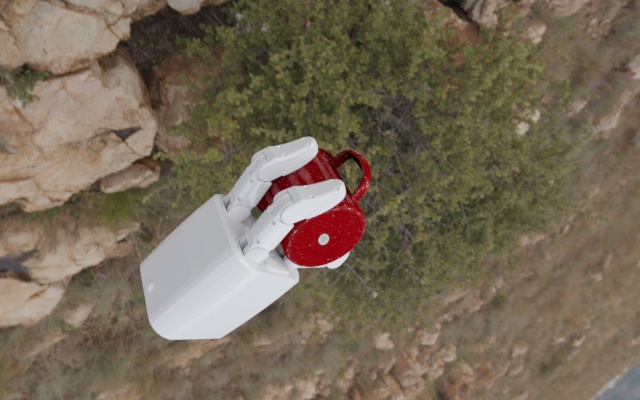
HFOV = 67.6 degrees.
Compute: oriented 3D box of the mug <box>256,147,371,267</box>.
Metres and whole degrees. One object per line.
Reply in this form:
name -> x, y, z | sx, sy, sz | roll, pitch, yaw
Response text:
mug -> 0.001, 0.001, 0.454 | 0.117, 0.081, 0.093 | -40, -41, 11
